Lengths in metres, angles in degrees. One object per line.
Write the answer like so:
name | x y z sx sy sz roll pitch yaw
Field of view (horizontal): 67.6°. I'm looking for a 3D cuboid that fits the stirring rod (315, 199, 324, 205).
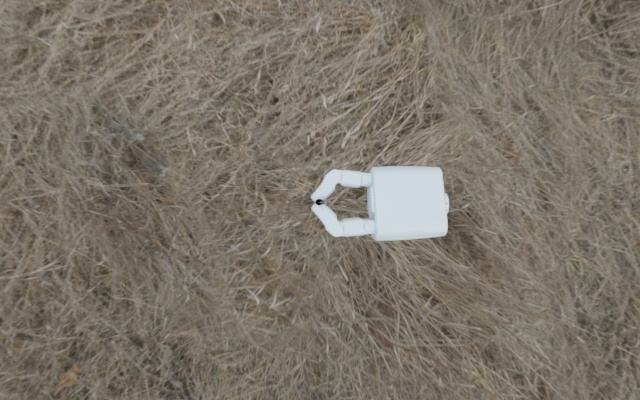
stirring rod | 0.000 0.002 0.707 0.011 0.011 0.239 0 0 1
